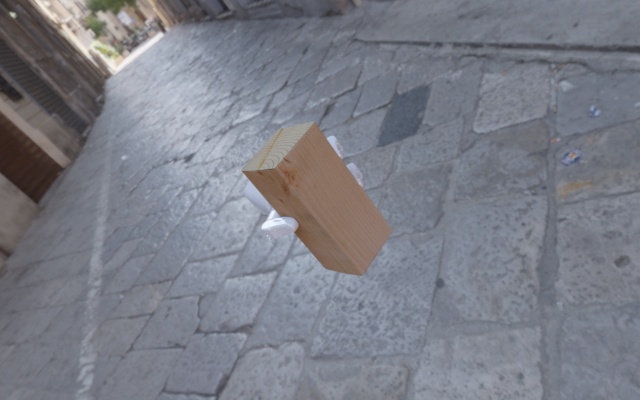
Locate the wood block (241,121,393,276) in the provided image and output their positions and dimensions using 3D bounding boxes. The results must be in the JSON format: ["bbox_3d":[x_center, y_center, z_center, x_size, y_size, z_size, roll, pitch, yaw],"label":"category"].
[{"bbox_3d":[0.000,0.002,0.671,0.090,0.090,0.206,1,-44,52],"label":"wood block"}]
